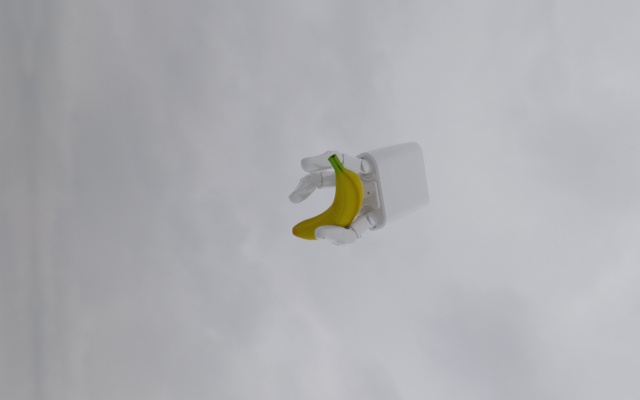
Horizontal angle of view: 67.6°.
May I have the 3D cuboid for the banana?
[{"bbox_3d":[0.014,0.013,0.668,0.037,0.069,0.198,-37,-14,-37],"label":"banana"}]
